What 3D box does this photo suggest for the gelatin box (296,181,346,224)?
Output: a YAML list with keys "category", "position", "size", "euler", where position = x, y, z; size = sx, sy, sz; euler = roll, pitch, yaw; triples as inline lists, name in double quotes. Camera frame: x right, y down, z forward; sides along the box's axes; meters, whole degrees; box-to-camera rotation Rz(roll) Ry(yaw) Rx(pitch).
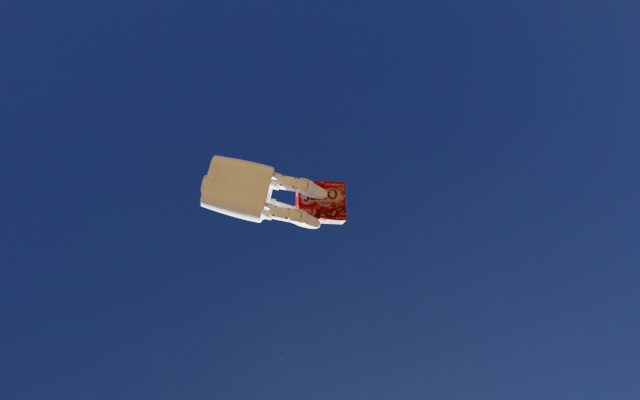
- category: "gelatin box"
  position: [0.000, 0.003, 0.855]
  size: [0.089, 0.073, 0.030]
  euler: [2, -17, -13]
